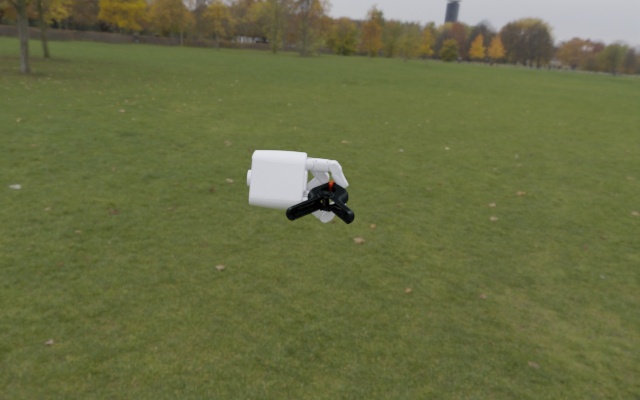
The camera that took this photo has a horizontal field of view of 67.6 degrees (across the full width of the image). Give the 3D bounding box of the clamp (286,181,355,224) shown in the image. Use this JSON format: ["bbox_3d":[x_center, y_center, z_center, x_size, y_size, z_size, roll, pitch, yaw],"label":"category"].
[{"bbox_3d":[0.000,0.002,0.896,0.120,0.039,0.171,6,18,-1],"label":"clamp"}]
